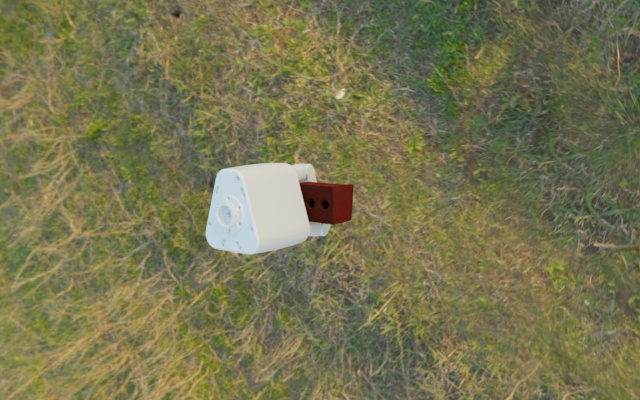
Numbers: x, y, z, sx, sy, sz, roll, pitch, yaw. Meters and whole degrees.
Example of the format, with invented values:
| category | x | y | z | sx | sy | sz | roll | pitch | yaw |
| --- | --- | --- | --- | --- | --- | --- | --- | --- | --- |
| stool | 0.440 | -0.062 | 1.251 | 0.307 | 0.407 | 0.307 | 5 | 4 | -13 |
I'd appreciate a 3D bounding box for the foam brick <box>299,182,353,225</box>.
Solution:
| category | x | y | z | sx | sy | sz | roll | pitch | yaw |
| --- | --- | --- | --- | --- | --- | --- | --- | --- | --- |
| foam brick | 0.000 | 0.002 | 0.674 | 0.078 | 0.053 | 0.051 | 5 | 8 | 33 |
